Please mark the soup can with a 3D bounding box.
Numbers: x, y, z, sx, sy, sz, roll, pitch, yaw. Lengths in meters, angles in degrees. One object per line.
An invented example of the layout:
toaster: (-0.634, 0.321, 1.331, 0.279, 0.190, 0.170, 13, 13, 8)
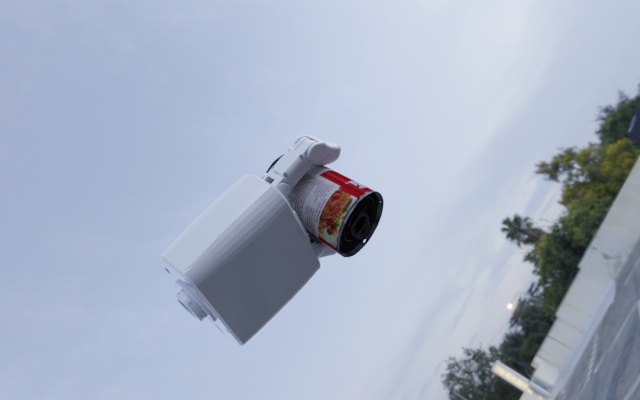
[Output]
soup can: (0.000, 0.001, 0.463, 0.102, 0.068, 0.068, 29, 15, 30)
